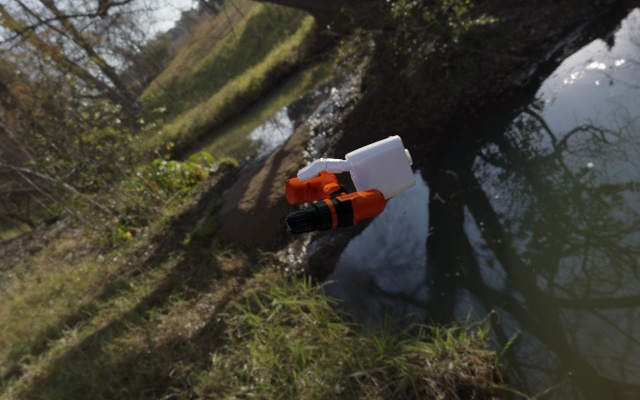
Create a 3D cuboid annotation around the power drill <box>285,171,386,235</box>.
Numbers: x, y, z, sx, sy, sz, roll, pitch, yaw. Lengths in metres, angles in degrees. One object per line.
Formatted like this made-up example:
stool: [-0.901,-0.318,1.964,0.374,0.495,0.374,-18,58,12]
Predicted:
power drill: [0.000,0.003,0.877,0.184,0.057,0.187,-12,22,-20]
